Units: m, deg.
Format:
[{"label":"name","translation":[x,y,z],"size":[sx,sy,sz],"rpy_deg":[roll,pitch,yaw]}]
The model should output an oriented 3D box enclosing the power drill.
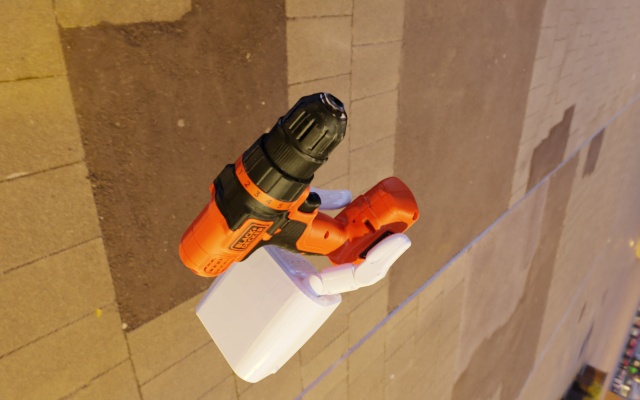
[{"label":"power drill","translation":[0.000,0.002,0.403],"size":[0.188,0.057,0.184],"rpy_deg":[13,-46,-44]}]
